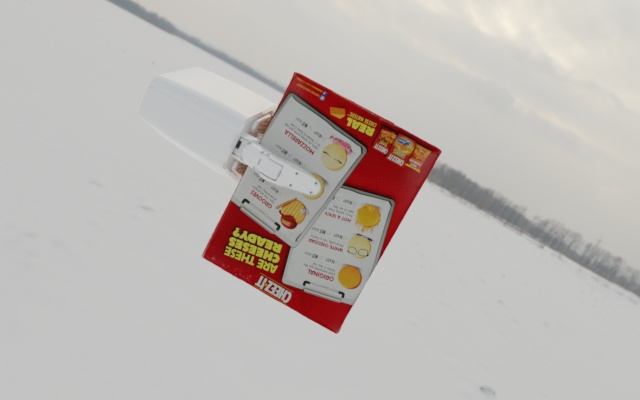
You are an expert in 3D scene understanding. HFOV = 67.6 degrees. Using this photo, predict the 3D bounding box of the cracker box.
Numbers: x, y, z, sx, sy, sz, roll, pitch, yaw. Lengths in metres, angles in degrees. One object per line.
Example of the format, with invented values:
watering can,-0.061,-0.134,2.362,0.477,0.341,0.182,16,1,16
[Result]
cracker box,0.000,0.002,0.502,0.164,0.214,0.072,29,10,4
